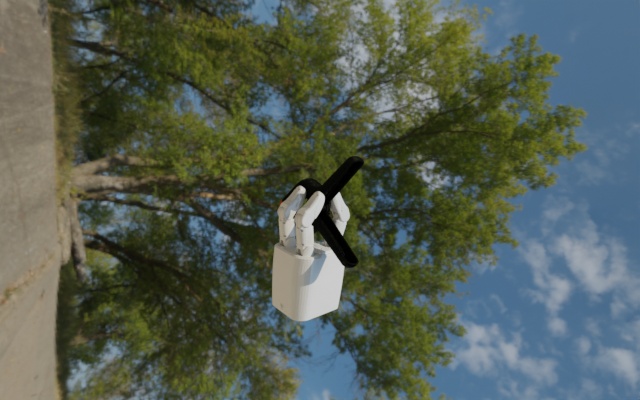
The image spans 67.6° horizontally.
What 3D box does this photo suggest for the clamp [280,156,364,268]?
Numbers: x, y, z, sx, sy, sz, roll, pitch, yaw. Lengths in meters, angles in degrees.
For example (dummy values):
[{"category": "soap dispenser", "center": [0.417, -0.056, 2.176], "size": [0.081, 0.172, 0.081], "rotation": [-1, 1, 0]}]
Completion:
[{"category": "clamp", "center": [0.000, 0.003, 0.773], "size": [0.036, 0.164, 0.210], "rotation": [3, 9, -35]}]
